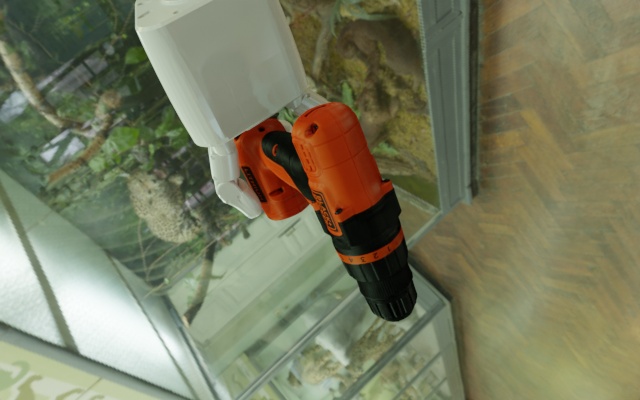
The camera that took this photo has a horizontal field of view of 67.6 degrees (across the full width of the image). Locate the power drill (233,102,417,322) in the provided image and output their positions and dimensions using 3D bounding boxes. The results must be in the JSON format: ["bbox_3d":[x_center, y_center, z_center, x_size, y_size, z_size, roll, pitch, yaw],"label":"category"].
[{"bbox_3d":[0.000,0.001,0.410,0.057,0.184,0.187,-31,26,-20],"label":"power drill"}]
